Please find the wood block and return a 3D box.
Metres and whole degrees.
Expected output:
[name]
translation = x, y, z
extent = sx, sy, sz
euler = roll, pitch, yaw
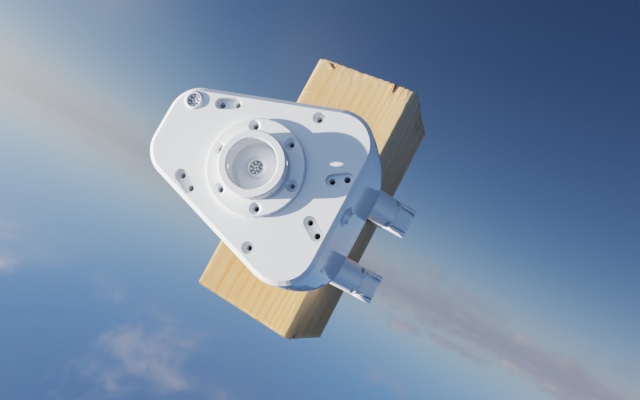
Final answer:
[wood block]
translation = 0.000, 0.001, 0.406
extent = 0.091, 0.206, 0.090
euler = 27, -5, 21
